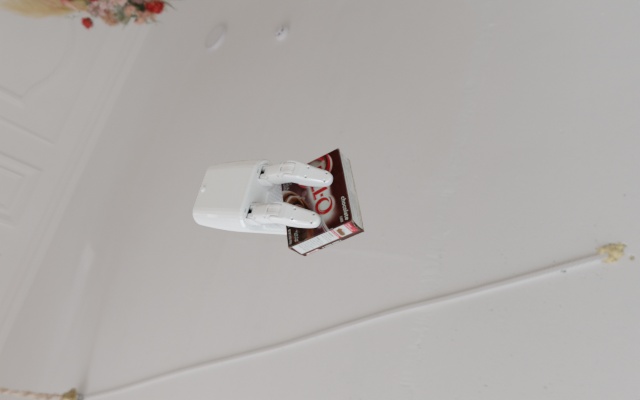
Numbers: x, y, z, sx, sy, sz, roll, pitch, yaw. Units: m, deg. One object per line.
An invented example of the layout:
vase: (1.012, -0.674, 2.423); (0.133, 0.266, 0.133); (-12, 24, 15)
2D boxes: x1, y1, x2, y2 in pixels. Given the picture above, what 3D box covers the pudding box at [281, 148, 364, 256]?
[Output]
pudding box: (0.000, 0.002, 0.595); (0.090, 0.113, 0.039); (-25, -35, 22)
